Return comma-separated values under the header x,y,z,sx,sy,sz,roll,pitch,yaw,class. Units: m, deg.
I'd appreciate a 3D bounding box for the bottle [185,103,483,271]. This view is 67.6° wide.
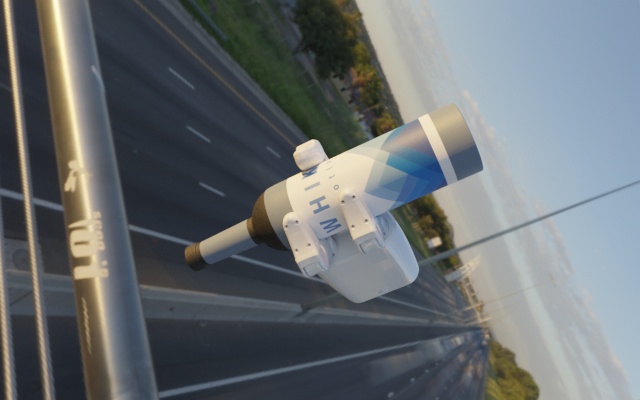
x,y,z,sx,sy,sz,roll,pitch,yaw,class
0.000,0.001,0.457,0.296,0.069,0.069,-24,-6,12,bottle
